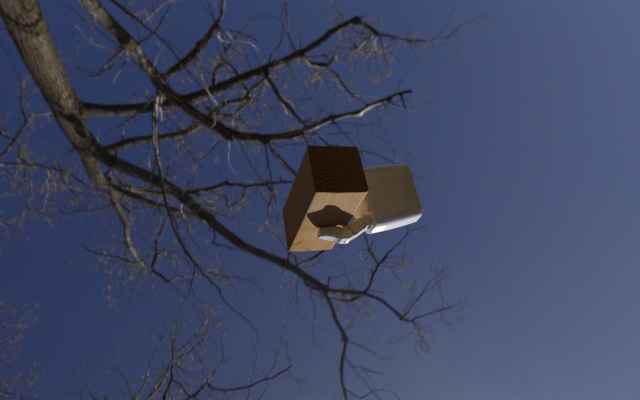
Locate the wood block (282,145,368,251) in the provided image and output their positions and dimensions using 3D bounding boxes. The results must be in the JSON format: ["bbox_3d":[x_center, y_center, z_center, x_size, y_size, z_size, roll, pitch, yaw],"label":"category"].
[{"bbox_3d":[0.001,0.003,0.832,0.090,0.090,0.206,-1,-31,-18],"label":"wood block"}]
